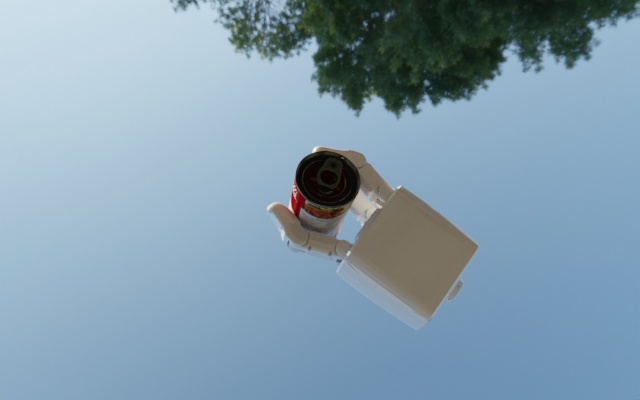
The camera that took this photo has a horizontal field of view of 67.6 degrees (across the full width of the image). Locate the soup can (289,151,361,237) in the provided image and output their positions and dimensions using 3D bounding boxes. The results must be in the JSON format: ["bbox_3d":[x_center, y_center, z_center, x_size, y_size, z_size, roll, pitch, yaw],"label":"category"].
[{"bbox_3d":[0.000,0.002,0.527,0.068,0.068,0.102,0,-29,-10],"label":"soup can"}]
